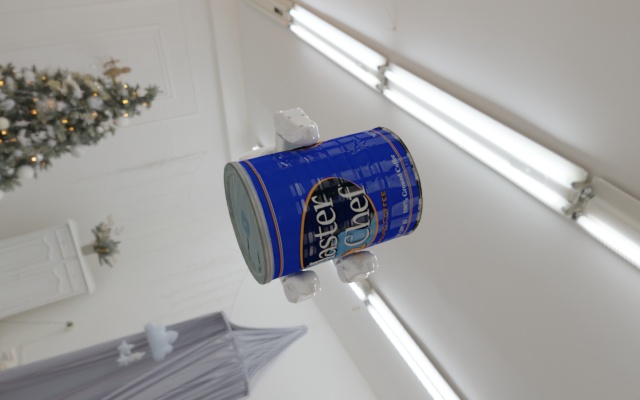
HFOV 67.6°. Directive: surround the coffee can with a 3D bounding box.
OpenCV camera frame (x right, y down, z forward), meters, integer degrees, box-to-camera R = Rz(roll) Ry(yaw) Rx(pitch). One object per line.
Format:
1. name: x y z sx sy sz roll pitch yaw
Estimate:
1. coffee can: 0.000 0.001 0.410 0.140 0.103 0.103 -16 6 -20
